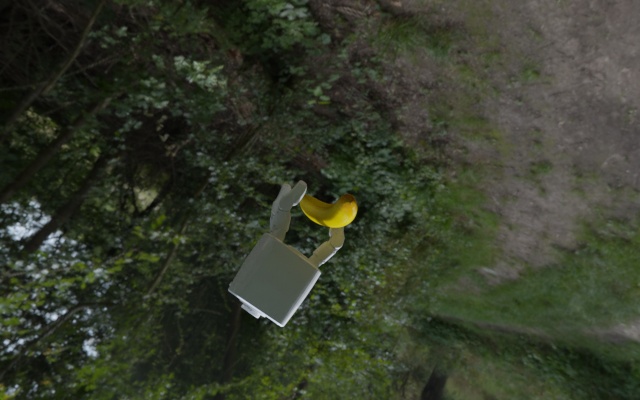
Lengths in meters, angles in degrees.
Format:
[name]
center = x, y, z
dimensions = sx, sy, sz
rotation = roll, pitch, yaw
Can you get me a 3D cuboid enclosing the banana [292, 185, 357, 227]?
[banana]
center = 0.011, 0.014, 0.747
dimensions = 0.070, 0.037, 0.198
rotation = 44, -16, -24
